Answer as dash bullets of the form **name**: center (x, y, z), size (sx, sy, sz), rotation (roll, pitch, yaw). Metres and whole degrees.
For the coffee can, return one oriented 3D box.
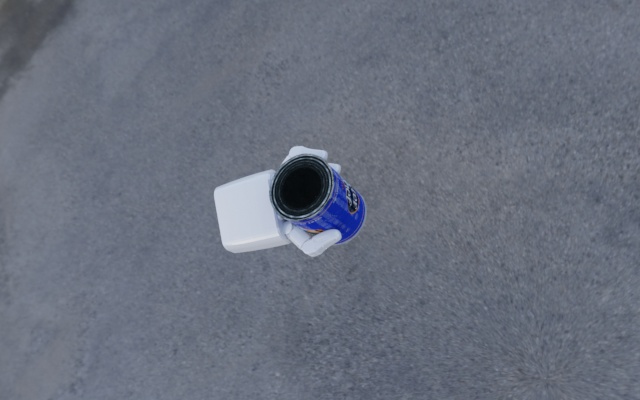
- **coffee can**: center (0.000, 0.002, 0.732), size (0.103, 0.102, 0.140), rotation (0, -19, 25)
